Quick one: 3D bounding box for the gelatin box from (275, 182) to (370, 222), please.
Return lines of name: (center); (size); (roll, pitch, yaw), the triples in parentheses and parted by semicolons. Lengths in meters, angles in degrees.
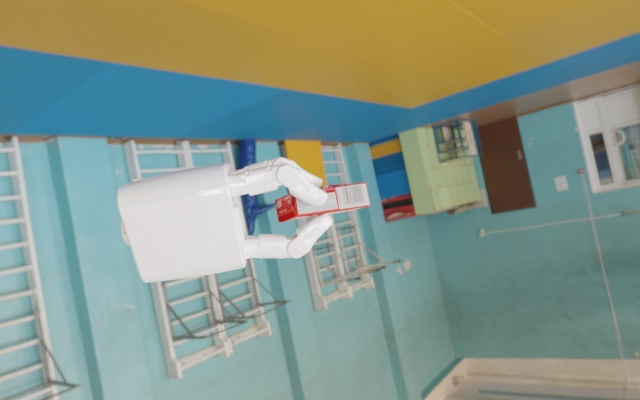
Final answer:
gelatin box: (0.000, 0.002, 0.540); (0.089, 0.030, 0.073); (-8, -4, -20)
